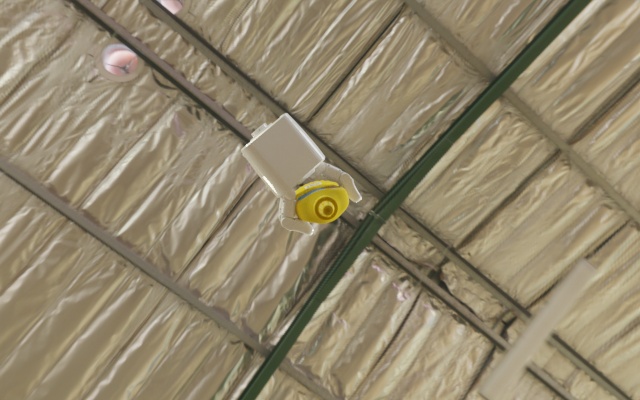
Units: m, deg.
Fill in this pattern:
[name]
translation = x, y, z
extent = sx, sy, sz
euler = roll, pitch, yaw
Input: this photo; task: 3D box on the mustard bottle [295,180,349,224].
[mustard bottle]
translation = 0.000, 0.003, 0.854
extent = 0.096, 0.058, 0.191
euler = -16, 9, -5
